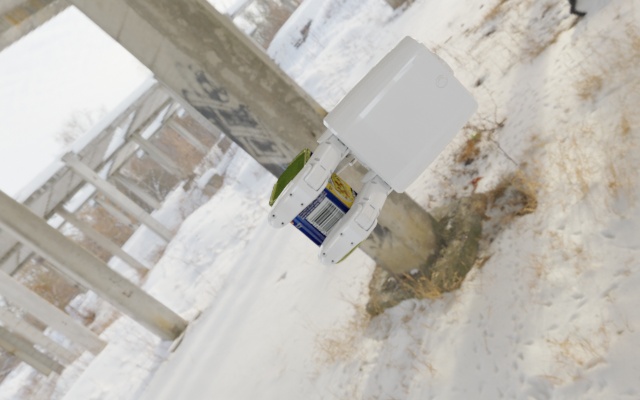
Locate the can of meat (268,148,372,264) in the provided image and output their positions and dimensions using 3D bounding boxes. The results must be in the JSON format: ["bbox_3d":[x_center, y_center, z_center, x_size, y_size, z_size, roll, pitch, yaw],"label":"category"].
[{"bbox_3d":[0.000,0.001,0.464,0.084,0.057,0.102,42,13,-14],"label":"can of meat"}]
